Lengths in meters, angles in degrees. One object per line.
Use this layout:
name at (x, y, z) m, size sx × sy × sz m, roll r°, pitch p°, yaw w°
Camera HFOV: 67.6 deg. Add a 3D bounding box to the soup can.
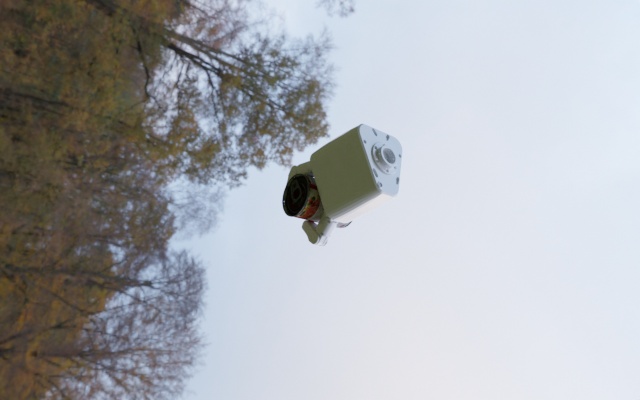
soup can at (0.000, 0.003, 0.755) m, size 0.102 × 0.068 × 0.068 m, roll 16°, pitch -10°, yaw -36°
